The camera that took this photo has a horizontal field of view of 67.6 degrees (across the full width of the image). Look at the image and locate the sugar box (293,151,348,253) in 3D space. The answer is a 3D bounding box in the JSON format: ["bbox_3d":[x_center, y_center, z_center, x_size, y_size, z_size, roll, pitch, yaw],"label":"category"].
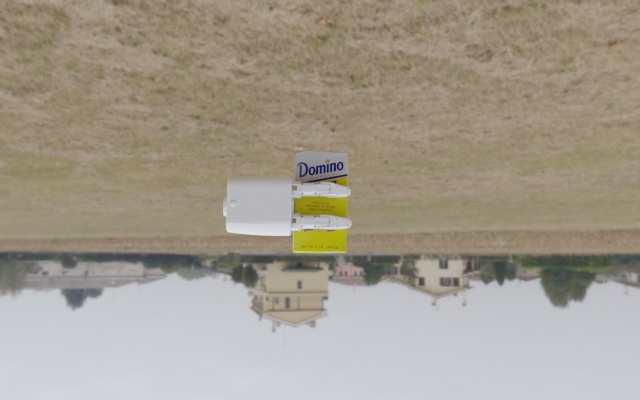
[{"bbox_3d":[0.000,0.003,0.832,0.093,0.176,0.048,1,-8,-4],"label":"sugar box"}]
